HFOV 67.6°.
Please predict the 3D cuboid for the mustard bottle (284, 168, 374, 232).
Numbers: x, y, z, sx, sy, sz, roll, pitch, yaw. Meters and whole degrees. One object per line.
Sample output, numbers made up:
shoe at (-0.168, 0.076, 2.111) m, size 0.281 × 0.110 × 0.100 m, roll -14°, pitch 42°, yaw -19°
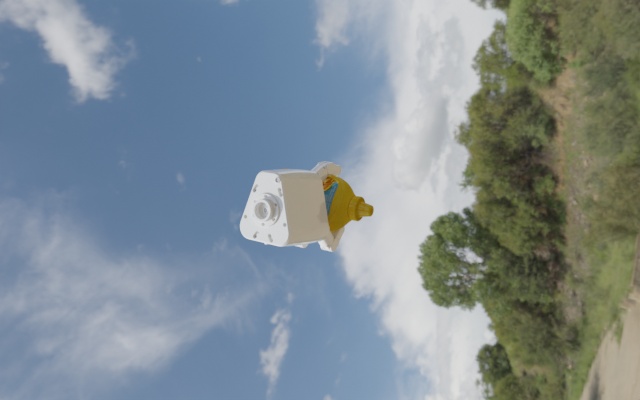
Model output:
mustard bottle at (0.000, 0.003, 0.813) m, size 0.191 × 0.096 × 0.058 m, roll 10°, pitch -19°, yaw 30°
